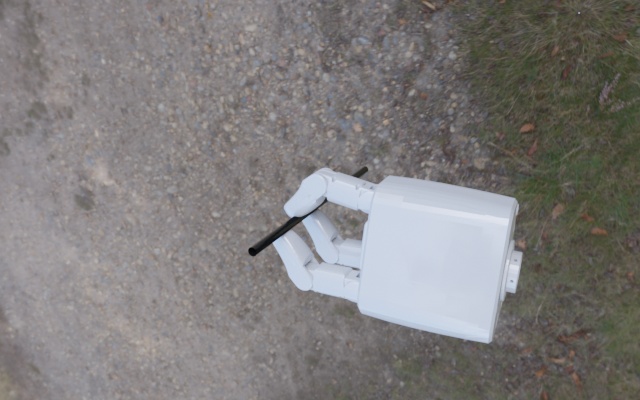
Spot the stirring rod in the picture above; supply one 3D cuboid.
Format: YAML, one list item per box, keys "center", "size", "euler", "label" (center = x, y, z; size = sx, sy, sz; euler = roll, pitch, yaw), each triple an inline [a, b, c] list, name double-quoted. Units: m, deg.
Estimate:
- center: [0.000, 0.001, 0.478]
  size: [0.011, 0.011, 0.239]
  euler: [0, 19, 28]
  label: "stirring rod"
